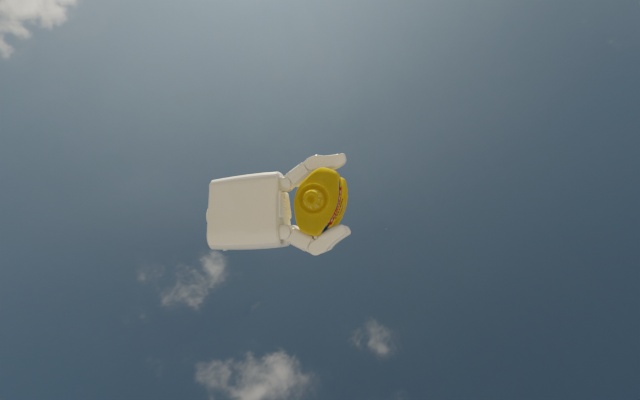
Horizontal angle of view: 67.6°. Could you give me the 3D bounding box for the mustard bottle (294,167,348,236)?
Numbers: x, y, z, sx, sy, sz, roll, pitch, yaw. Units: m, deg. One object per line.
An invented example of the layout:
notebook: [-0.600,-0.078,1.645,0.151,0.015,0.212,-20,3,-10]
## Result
mustard bottle: [0.000,0.002,0.682,0.058,0.096,0.191,21,0,9]
